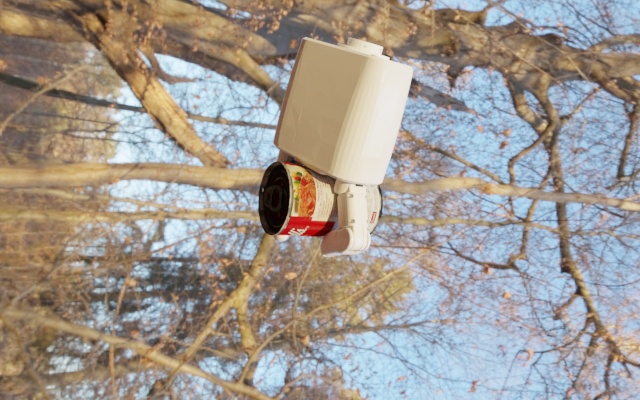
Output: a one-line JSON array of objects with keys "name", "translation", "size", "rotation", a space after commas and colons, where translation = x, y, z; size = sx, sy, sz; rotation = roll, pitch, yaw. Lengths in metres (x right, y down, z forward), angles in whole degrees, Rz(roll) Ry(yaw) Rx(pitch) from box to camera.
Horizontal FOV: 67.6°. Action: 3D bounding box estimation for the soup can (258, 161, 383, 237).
[{"name": "soup can", "translation": [0.000, 0.002, 0.459], "size": [0.102, 0.068, 0.068], "rotation": [5, -3, -31]}]
